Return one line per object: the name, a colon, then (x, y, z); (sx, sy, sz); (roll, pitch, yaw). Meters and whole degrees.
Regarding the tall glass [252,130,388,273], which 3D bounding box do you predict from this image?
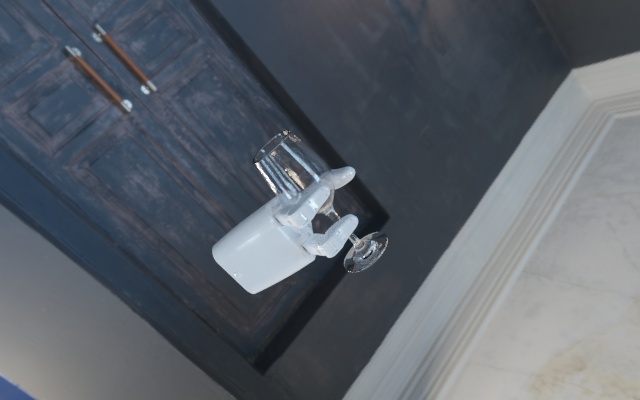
tall glass: (0.001, 0.002, 0.628); (0.079, 0.201, 0.079); (-36, 21, 16)
